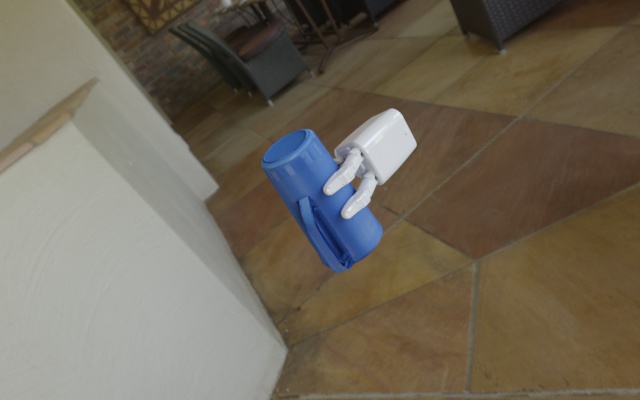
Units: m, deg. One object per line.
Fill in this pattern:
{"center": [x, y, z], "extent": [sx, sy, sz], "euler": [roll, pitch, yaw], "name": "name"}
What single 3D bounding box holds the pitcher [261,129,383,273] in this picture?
{"center": [0.000, 0.003, 0.851], "extent": [0.145, 0.243, 0.149], "euler": [-43, 28, -16], "name": "pitcher"}
